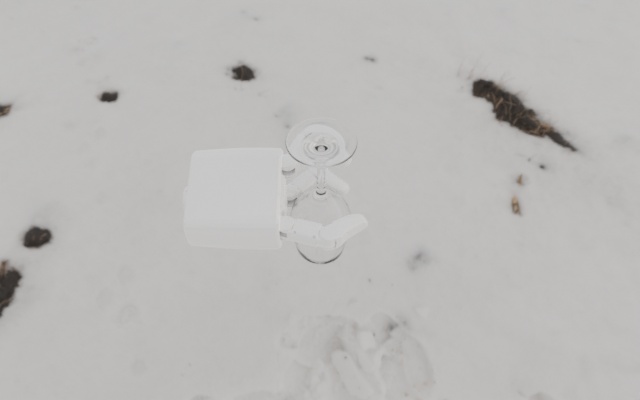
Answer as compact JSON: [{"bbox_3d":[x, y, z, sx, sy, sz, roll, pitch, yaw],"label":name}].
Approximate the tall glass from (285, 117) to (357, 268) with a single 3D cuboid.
[{"bbox_3d":[0.000,0.001,0.567,0.079,0.079,0.201,0,-39,0],"label":"tall glass"}]
